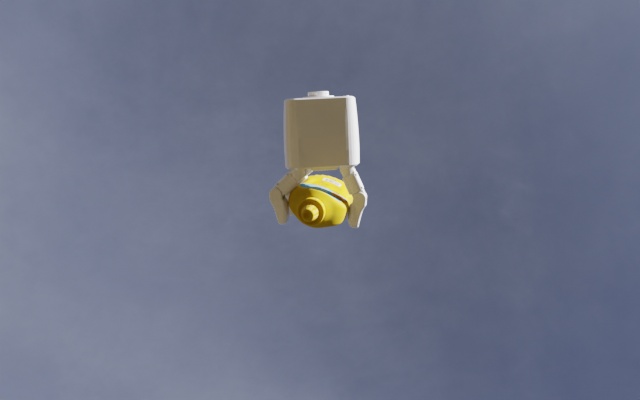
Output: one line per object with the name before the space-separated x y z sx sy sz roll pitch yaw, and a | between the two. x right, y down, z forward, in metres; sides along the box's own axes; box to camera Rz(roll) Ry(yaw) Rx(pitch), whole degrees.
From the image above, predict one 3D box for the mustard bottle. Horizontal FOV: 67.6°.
mustard bottle | 0.000 0.003 0.769 0.096 0.058 0.191 23 14 6
